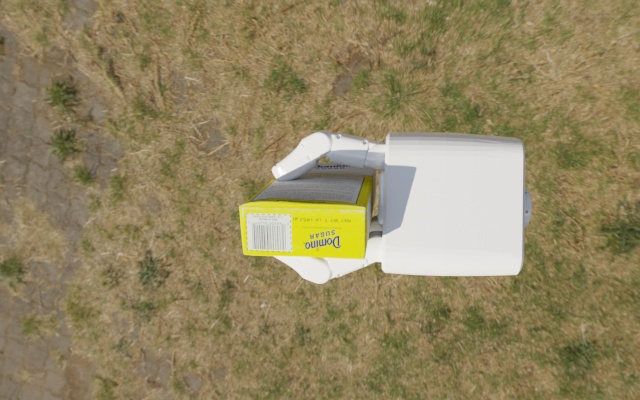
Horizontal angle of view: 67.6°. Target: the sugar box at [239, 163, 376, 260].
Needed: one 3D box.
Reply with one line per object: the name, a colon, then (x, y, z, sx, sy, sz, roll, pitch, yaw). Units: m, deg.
sugar box: (0.000, 0.002, 0.422, 0.093, 0.048, 0.176, 2, 12, 9)
